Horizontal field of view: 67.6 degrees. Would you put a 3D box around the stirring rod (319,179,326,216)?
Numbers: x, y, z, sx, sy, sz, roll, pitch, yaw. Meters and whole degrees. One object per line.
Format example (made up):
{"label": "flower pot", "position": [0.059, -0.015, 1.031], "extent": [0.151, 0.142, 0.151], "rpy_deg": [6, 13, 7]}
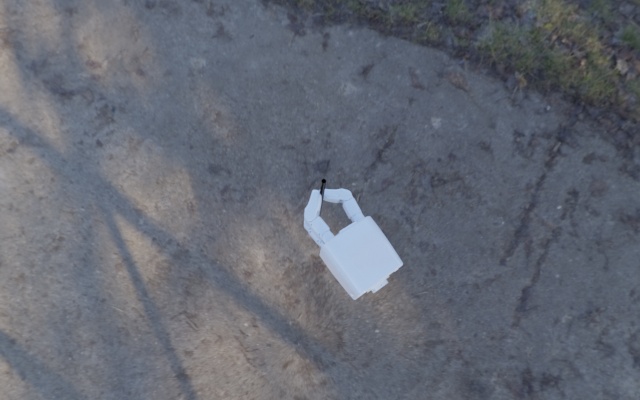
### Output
{"label": "stirring rod", "position": [0.000, 0.003, 0.893], "extent": [0.011, 0.011, 0.240], "rpy_deg": [0, -17, -3]}
